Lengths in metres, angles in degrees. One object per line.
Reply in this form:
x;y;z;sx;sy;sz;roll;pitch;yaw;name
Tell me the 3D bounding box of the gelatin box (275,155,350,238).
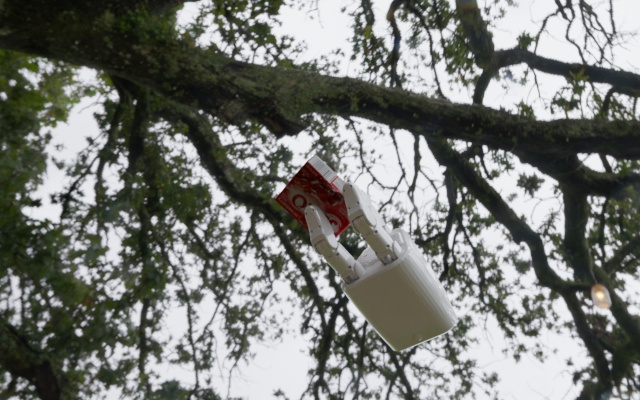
0.000;0.001;0.577;0.073;0.089;0.030;-47;-1;33;gelatin box
